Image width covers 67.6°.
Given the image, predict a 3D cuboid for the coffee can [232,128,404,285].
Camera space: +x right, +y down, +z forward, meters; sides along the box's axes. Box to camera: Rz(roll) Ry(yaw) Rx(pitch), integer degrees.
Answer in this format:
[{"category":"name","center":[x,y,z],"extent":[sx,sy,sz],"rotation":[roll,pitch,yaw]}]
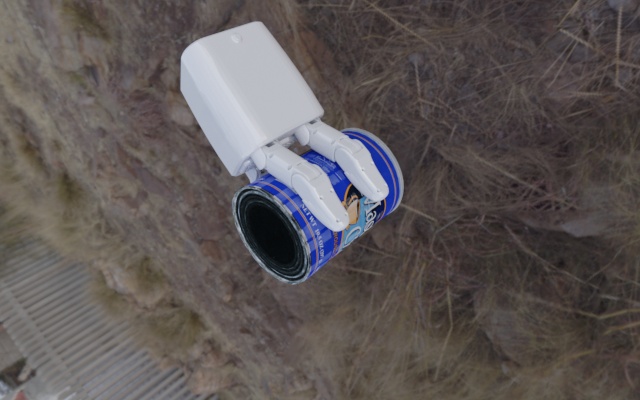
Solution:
[{"category":"coffee can","center":[0.000,0.002,0.472],"extent":[0.140,0.103,0.103],"rotation":[-34,21,-36]}]
